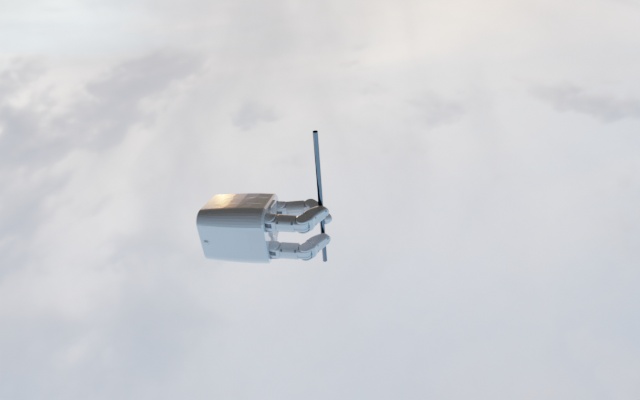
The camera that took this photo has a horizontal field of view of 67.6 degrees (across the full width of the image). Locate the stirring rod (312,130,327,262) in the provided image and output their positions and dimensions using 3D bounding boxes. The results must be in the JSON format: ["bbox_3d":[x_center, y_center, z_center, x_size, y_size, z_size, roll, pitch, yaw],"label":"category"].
[{"bbox_3d":[0.000,0.002,0.730,0.011,0.240,0.011,-3,35,2],"label":"stirring rod"}]
